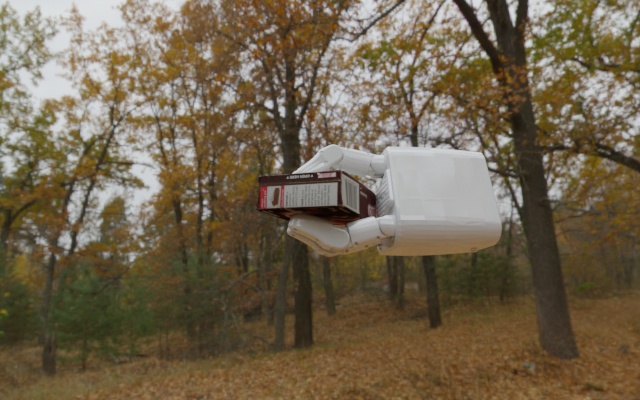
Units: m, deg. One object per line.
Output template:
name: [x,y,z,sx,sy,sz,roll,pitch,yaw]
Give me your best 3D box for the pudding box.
pudding box: [0.000,0.001,0.490,0.090,0.039,0.113,-4,-14,22]
